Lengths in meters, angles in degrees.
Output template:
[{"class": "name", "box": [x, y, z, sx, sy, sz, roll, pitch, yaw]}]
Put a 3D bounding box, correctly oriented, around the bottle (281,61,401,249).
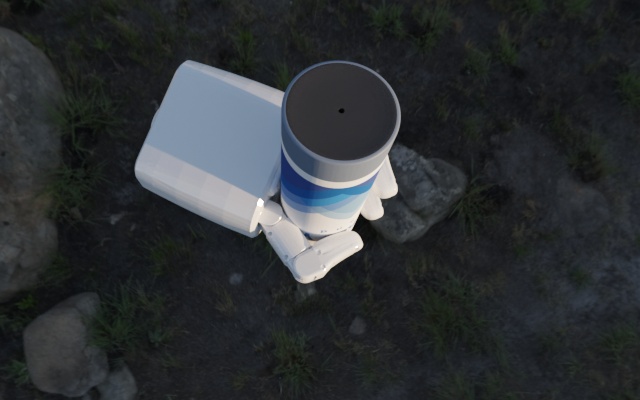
[{"class": "bottle", "box": [0.000, 0.001, 0.400, 0.069, 0.069, 0.296, 0, -20, -5]}]
